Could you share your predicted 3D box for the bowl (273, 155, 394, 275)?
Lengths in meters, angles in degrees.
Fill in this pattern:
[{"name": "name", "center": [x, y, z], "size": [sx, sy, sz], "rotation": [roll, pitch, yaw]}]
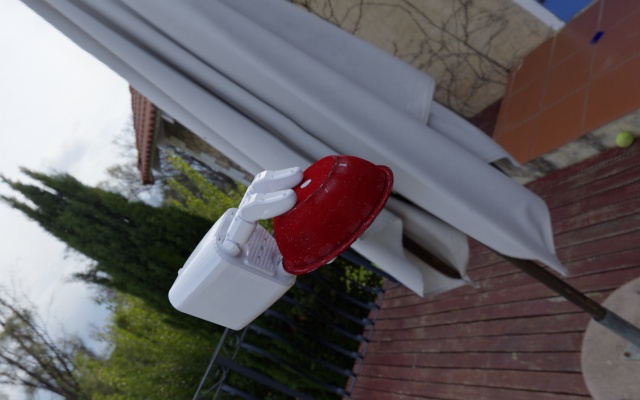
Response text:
[{"name": "bowl", "center": [0.001, 0.001, 0.521], "size": [0.055, 0.162, 0.162], "rotation": [46, -18, -18]}]
